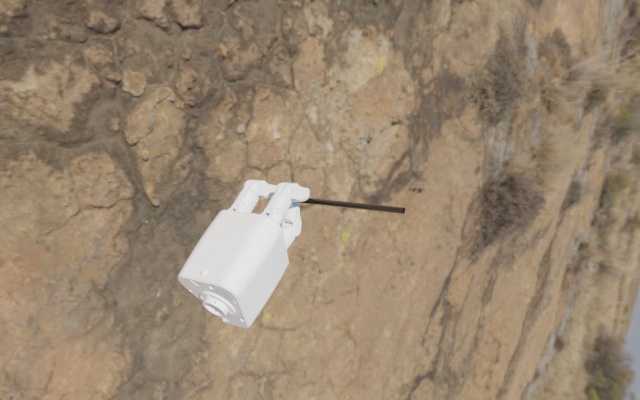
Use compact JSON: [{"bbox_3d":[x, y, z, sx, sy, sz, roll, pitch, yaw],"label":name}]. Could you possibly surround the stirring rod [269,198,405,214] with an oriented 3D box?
[{"bbox_3d":[0.000,0.002,0.651,0.239,0.011,0.011,6,3,31],"label":"stirring rod"}]
